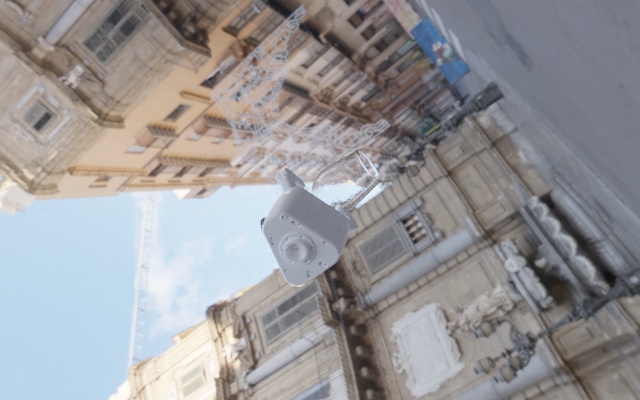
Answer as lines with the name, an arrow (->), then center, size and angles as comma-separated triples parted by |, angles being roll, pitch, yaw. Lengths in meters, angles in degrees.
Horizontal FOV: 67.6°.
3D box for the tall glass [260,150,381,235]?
tall glass -> 0.000, 0.003, 0.769 | 0.201, 0.079, 0.079 | -37, -13, 18
